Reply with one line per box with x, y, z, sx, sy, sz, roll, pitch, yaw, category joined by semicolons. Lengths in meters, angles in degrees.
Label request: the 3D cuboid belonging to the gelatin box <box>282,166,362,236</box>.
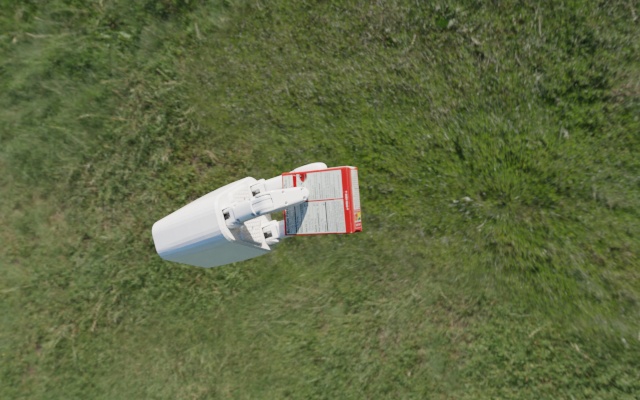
0.000;0.002;0.543;0.089;0.073;0.030;-4;0;29;gelatin box
